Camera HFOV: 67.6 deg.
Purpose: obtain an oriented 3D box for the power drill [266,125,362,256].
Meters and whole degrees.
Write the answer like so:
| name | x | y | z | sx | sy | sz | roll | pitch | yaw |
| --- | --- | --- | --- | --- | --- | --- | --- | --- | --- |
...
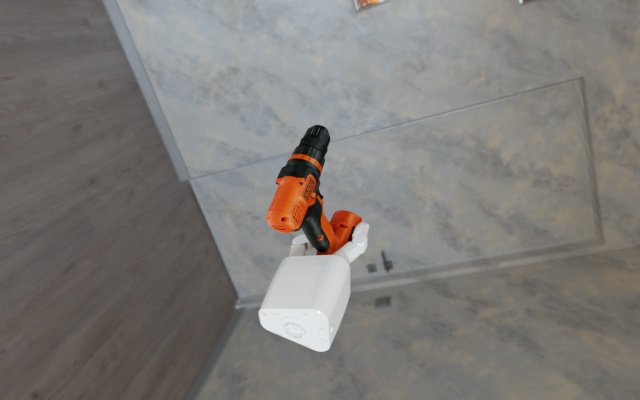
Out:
| name | x | y | z | sx | sy | sz | roll | pitch | yaw |
| --- | --- | --- | --- | --- | --- | --- | --- | --- | --- |
| power drill | 0.000 | 0.003 | 0.739 | 0.057 | 0.184 | 0.188 | 2 | -35 | 34 |
